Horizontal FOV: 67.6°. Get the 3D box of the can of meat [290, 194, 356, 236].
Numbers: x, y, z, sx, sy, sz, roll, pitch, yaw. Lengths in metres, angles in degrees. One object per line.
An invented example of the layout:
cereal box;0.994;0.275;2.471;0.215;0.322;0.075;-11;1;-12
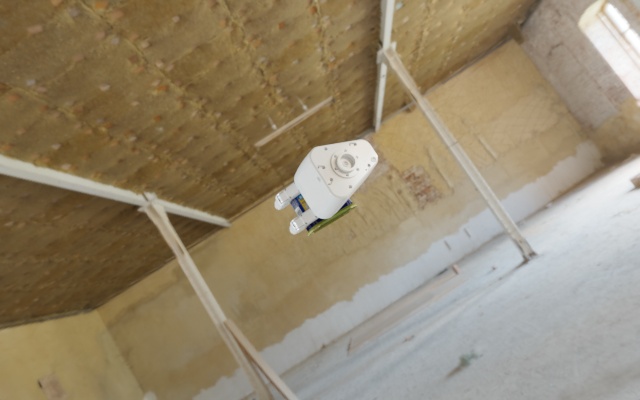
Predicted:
can of meat;0.000;0.003;0.880;0.102;0.084;0.057;-30;-8;-18
